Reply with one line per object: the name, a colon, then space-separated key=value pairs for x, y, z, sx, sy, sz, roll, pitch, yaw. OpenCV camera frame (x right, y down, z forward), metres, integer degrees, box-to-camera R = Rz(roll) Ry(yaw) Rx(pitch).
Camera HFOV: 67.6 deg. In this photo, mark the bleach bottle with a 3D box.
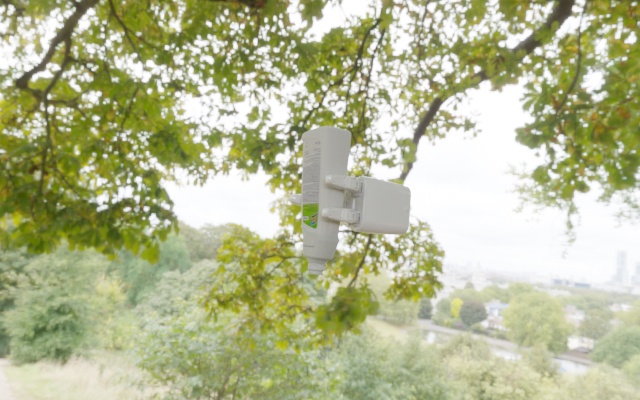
bleach bottle: x=0.000 y=0.003 z=0.837 sx=0.068 sy=0.251 sz=0.102 roll=8 pitch=-6 yaw=-27
